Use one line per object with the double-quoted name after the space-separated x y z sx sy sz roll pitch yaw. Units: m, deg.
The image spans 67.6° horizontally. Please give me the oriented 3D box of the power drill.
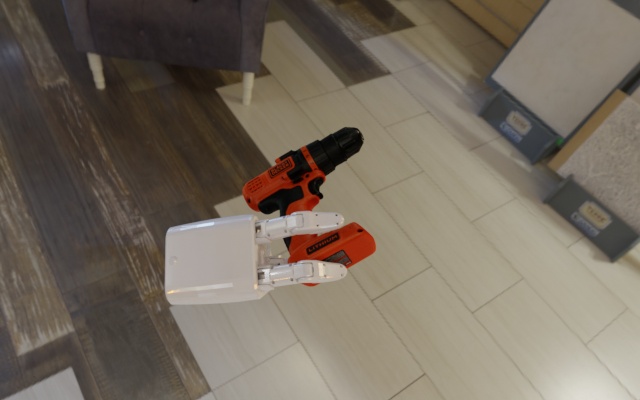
0.000 0.002 0.614 0.184 0.187 0.057 -31 -42 6 "power drill"
